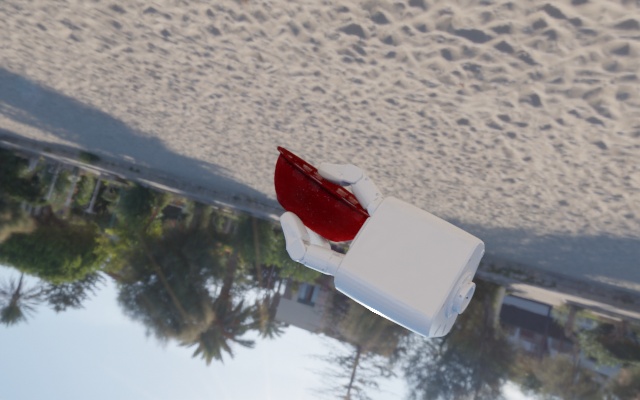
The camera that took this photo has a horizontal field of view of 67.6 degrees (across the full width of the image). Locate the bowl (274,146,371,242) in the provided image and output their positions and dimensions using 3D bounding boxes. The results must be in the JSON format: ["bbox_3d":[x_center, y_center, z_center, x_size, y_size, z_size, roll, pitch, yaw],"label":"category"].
[{"bbox_3d":[-0.001,0.002,0.577,0.162,0.055,0.162,35,6,-5],"label":"bowl"}]
